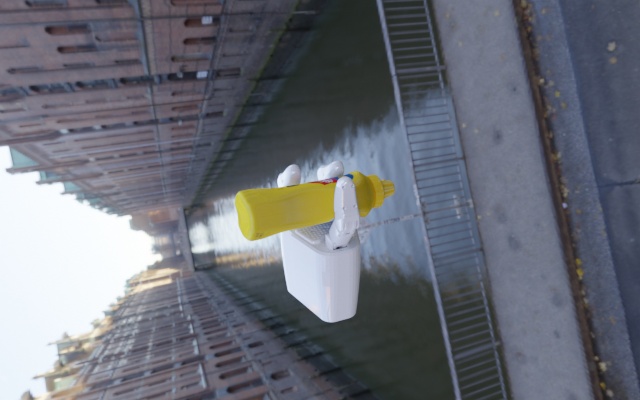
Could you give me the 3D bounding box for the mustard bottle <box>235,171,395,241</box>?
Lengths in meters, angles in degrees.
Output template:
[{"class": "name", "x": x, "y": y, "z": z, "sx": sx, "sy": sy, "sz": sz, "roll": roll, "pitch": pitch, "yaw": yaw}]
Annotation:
[{"class": "mustard bottle", "x": 0.000, "y": 0.002, "z": 0.567, "sx": 0.191, "sy": 0.058, "sz": 0.096, "roll": -11, "pitch": 3, "yaw": -18}]
